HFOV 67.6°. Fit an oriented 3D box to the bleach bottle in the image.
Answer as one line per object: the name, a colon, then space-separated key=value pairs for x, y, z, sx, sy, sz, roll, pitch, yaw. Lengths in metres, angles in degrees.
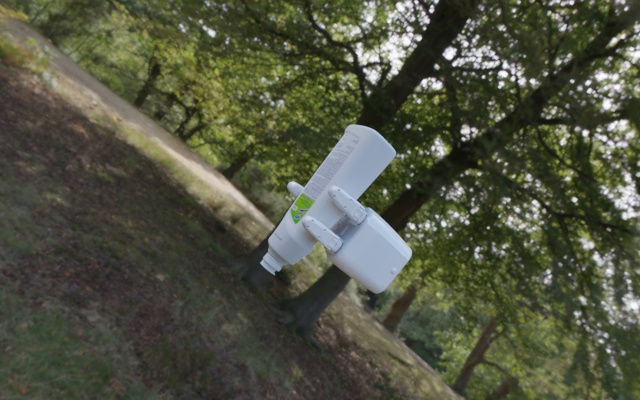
bleach bottle: x=0.000 y=0.002 z=0.713 sx=0.068 sy=0.251 sz=0.102 roll=41 pitch=-3 yaw=-22
